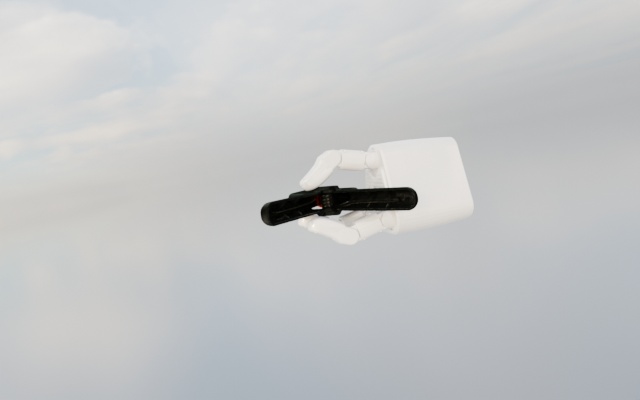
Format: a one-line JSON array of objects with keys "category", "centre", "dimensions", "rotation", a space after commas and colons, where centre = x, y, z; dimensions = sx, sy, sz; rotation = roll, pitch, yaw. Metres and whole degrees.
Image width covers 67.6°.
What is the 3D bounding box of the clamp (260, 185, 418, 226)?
[{"category": "clamp", "centre": [0.000, 0.001, 0.574], "dimensions": [0.164, 0.036, 0.210], "rotation": [-6, 4, -14]}]
